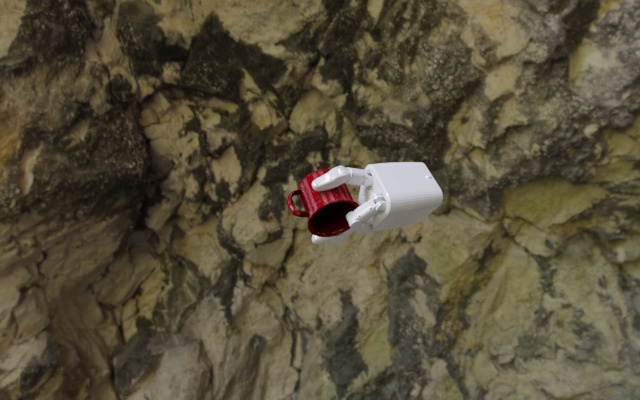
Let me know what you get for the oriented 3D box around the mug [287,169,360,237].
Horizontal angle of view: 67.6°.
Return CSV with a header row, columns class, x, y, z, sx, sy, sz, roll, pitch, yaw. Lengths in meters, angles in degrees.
class,x,y,z,sx,sy,sz,roll,pitch,yaw
mug,-0.001,0.003,0.799,0.117,0.081,0.093,-5,-41,-21
